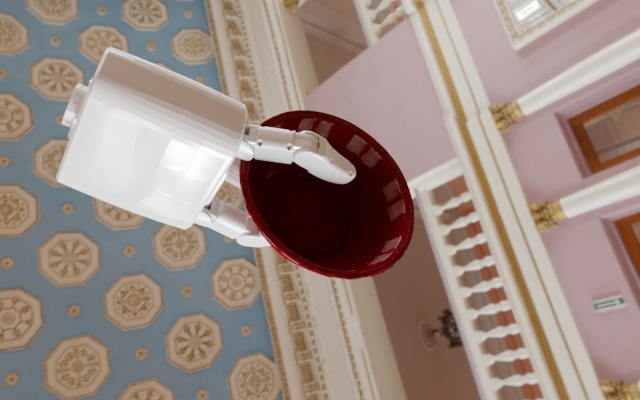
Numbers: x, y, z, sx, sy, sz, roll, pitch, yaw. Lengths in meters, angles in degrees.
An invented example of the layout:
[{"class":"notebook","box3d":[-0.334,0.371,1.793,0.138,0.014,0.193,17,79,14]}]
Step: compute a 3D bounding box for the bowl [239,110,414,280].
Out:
[{"class":"bowl","box3d":[0.001,0.002,0.418,0.162,0.162,0.055,0,-29,-28]}]
